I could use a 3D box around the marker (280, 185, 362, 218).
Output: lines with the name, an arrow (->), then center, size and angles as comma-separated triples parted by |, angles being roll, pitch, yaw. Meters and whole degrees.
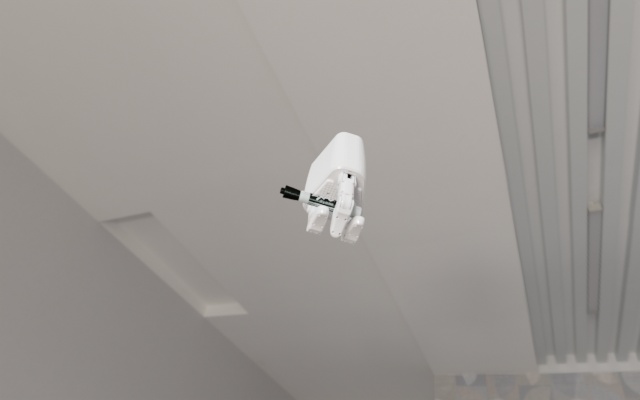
marker -> 0.000, 0.002, 0.692 | 0.121, 0.020, 0.020 | 16, -3, -9
